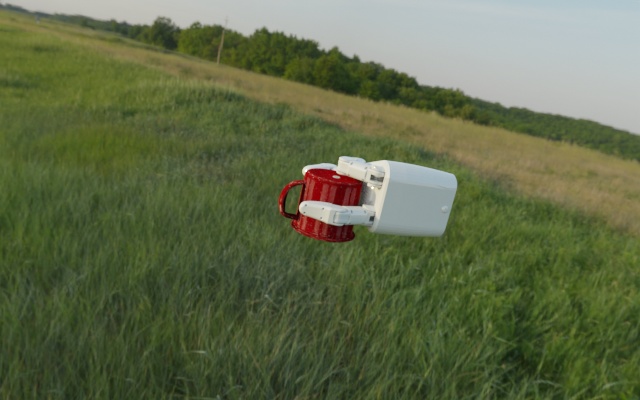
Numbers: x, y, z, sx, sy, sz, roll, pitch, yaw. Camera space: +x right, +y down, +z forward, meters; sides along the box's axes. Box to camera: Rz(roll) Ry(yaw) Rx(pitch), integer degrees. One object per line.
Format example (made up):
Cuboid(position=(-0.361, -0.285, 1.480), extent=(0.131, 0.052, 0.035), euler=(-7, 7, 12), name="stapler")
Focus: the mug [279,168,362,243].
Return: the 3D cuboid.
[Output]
Cuboid(position=(-0.001, 0.002, 0.661), extent=(0.117, 0.081, 0.093), euler=(7, 15, -17), name="mug")
